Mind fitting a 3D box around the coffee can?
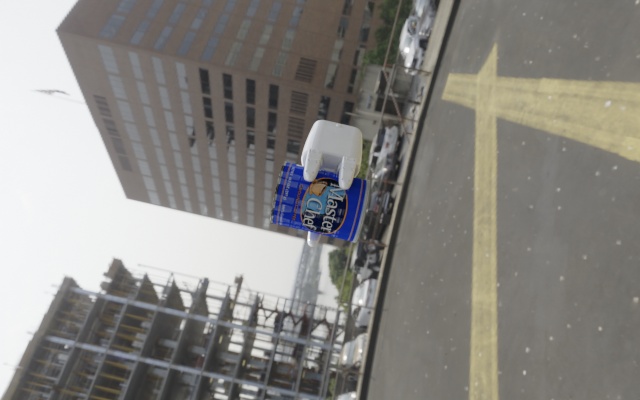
[{"bbox_3d":[0.000,0.003,0.763,0.140,0.103,0.103,13,0,0],"label":"coffee can"}]
